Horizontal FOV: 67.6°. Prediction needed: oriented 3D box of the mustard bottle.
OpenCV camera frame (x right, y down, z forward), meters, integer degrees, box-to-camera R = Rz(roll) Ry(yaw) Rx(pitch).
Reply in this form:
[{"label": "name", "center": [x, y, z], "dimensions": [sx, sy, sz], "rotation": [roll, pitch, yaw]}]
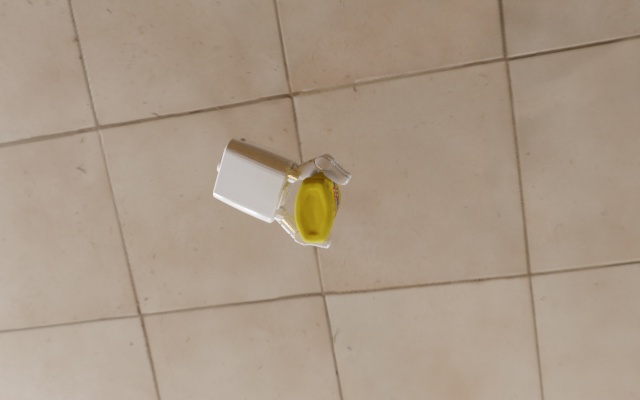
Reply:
[{"label": "mustard bottle", "center": [0.000, 0.003, 0.777], "dimensions": [0.058, 0.096, 0.191], "rotation": [-2, 8, 7]}]
